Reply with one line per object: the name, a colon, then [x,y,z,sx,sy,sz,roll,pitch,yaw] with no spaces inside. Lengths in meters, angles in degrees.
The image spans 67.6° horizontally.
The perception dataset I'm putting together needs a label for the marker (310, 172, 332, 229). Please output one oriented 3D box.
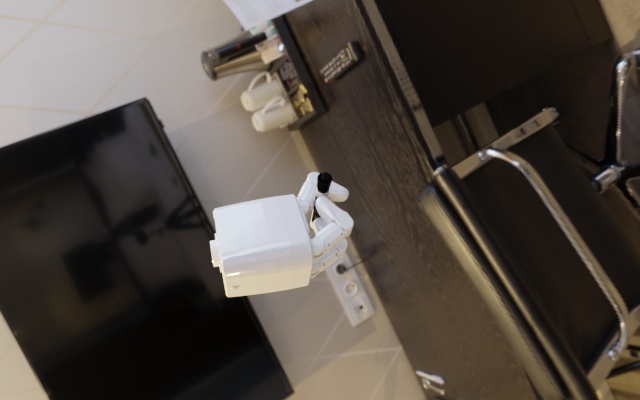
marker: [0.000,0.002,0.632,0.020,0.020,0.121,0,-32,-6]
